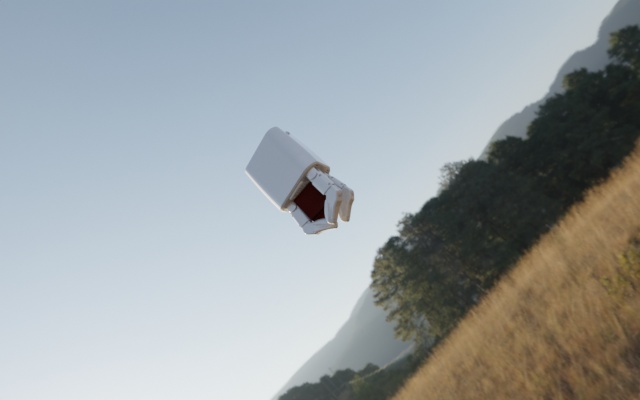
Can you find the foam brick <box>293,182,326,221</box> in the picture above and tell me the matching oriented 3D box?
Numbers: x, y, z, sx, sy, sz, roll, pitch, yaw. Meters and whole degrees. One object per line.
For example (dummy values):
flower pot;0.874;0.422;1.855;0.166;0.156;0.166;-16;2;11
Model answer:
foam brick;0.000;0.003;0.838;0.051;0.053;0.078;45;10;18
